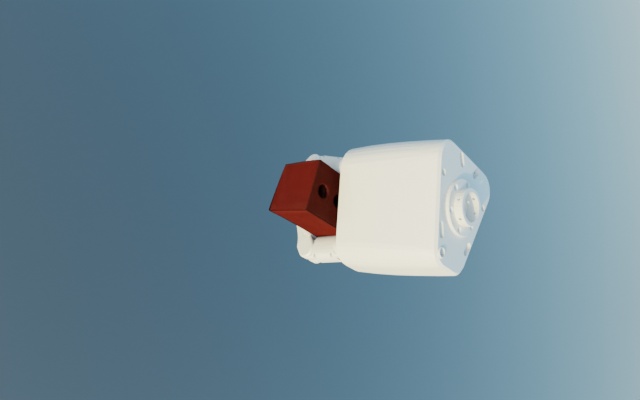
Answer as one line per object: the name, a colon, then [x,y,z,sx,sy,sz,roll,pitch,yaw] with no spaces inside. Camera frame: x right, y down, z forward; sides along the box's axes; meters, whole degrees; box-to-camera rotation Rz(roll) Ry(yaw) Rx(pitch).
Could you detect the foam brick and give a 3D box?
foam brick: [0.000,0.002,0.469,0.051,0.053,0.078,-3,-26,46]
